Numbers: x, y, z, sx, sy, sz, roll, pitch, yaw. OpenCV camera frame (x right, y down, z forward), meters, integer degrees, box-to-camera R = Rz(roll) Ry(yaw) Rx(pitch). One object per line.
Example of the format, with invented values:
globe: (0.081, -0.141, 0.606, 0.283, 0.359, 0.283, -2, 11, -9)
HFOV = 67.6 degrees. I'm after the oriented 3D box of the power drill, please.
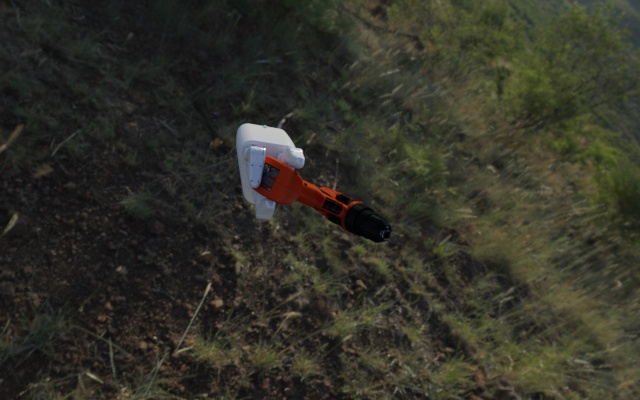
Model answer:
power drill: (0.000, 0.002, 0.737, 0.188, 0.057, 0.184, 26, 0, -39)
